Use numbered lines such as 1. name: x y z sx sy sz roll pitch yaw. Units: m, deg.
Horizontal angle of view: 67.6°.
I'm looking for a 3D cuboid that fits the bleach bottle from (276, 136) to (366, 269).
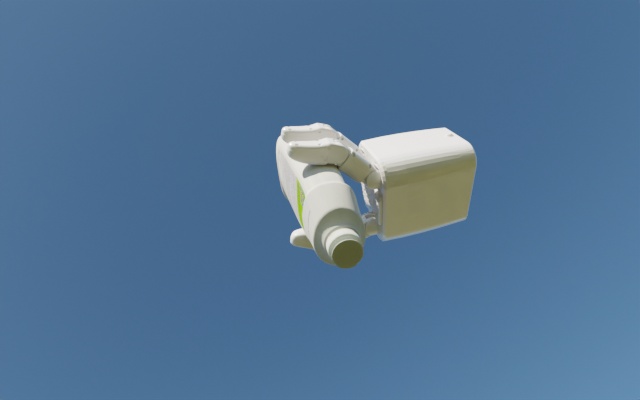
1. bleach bottle: 0.000 0.002 0.519 0.068 0.103 0.250 -12 26 -7
